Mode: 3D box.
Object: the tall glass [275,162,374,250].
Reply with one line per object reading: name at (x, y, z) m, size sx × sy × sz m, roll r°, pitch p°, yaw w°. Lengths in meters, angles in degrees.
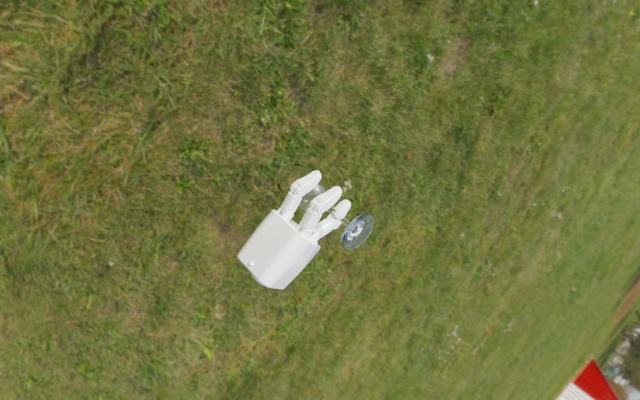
tall glass at (0.001, 0.003, 0.864) m, size 0.079 × 0.079 × 0.201 m, roll 0°, pitch 31°, yaw -48°
